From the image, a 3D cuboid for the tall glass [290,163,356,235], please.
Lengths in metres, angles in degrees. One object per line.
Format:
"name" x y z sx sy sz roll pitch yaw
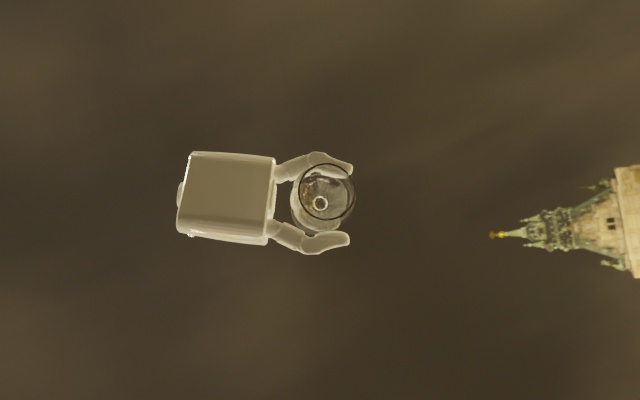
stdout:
"tall glass" 0.000 0.002 0.604 0.079 0.079 0.201 0 -7 -4
